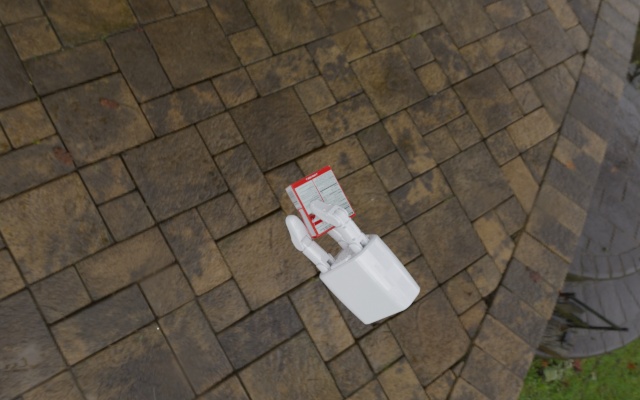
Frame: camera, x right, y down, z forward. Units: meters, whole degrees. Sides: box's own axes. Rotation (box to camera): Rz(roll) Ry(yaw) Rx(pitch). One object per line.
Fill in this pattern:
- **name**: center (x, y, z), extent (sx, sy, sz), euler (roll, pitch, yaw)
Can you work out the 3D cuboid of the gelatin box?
- **gelatin box**: center (0.000, 0.002, 0.721), extent (0.073, 0.089, 0.030), euler (-29, 3, -25)
